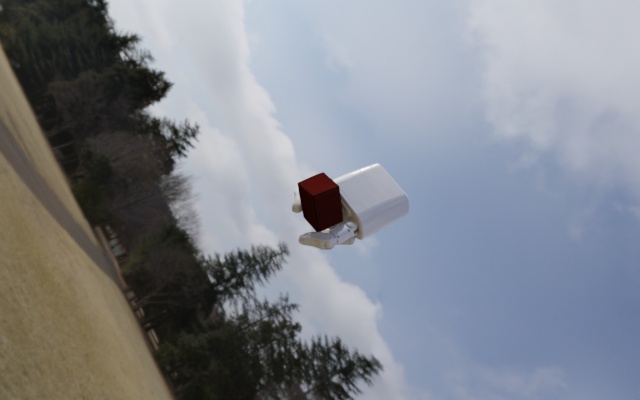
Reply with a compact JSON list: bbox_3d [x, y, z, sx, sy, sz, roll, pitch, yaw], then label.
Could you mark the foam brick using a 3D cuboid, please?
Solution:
[{"bbox_3d":[0.000,0.002,0.793,0.051,0.078,0.053,-24,41,-19],"label":"foam brick"}]
